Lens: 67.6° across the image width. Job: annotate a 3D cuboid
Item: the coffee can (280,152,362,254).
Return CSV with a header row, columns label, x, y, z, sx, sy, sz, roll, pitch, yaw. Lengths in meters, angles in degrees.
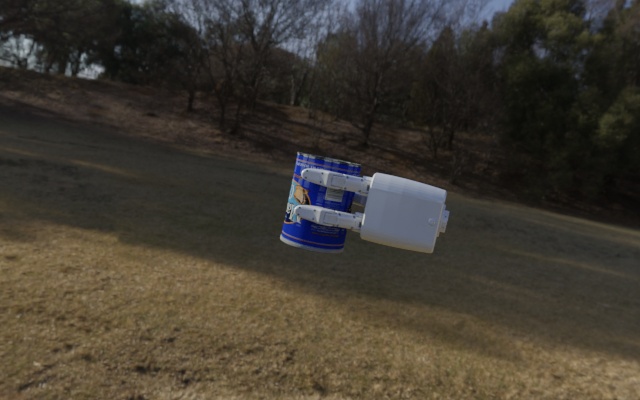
label,x,y,z,sx,sy,sz,roll,pitch,yaw
coffee can,0.000,0.003,0.752,0.103,0.140,0.103,12,6,-1
